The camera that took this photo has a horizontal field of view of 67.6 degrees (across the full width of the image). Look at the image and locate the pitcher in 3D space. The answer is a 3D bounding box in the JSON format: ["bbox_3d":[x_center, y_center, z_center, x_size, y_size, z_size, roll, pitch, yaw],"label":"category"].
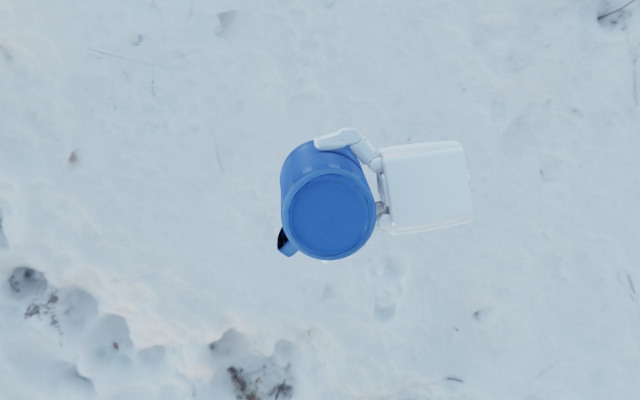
[{"bbox_3d":[0.000,0.002,0.644,0.145,0.149,0.242,-8,12,0],"label":"pitcher"}]
